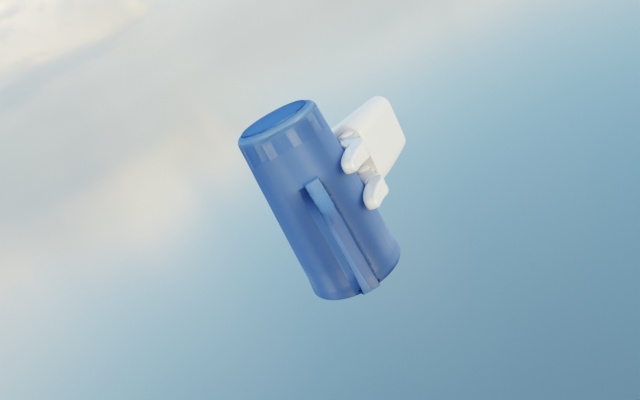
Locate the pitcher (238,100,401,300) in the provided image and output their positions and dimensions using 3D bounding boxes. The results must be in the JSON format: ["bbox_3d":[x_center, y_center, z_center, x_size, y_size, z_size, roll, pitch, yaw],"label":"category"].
[{"bbox_3d":[0.000,0.002,0.609,0.149,0.243,0.145,-10,28,41],"label":"pitcher"}]
